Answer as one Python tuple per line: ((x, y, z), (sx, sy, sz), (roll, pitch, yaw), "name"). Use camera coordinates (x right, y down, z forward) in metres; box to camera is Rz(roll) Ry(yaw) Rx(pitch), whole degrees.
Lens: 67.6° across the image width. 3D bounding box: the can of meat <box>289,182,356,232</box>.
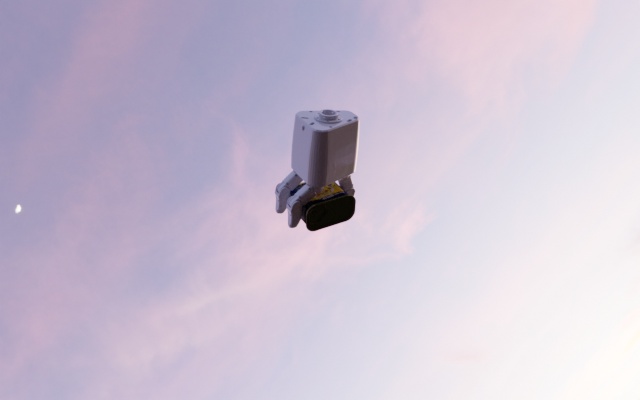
((0.000, 0.003, 0.884), (0.102, 0.057, 0.084), (-17, 38, -24), "can of meat")
